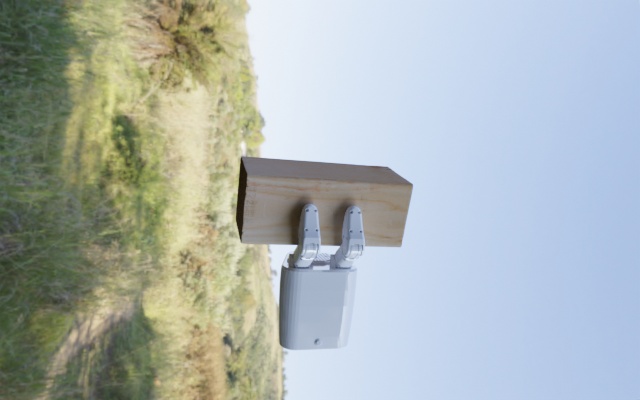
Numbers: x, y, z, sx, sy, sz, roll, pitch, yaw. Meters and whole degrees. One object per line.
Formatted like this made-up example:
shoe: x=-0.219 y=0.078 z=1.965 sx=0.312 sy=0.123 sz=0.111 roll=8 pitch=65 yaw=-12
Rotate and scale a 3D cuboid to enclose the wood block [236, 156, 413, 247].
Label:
wood block: x=0.000 y=0.002 z=0.617 sx=0.206 sy=0.090 sz=0.090 roll=3 pitch=17 yaw=-16
